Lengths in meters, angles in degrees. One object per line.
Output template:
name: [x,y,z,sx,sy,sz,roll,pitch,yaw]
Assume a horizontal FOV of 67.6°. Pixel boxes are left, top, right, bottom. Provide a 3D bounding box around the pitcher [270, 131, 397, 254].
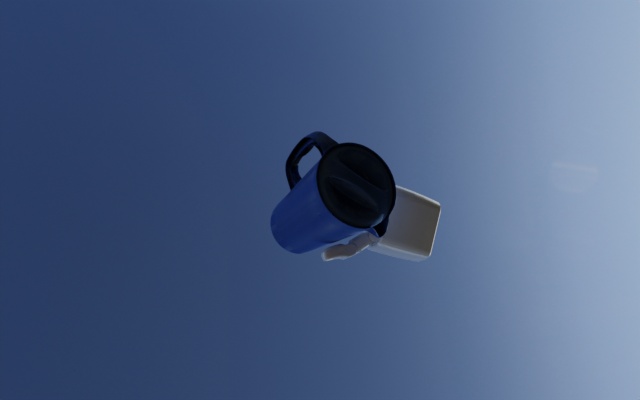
pitcher: [0.000,0.003,0.786,0.145,0.149,0.243,15,-24,-22]
